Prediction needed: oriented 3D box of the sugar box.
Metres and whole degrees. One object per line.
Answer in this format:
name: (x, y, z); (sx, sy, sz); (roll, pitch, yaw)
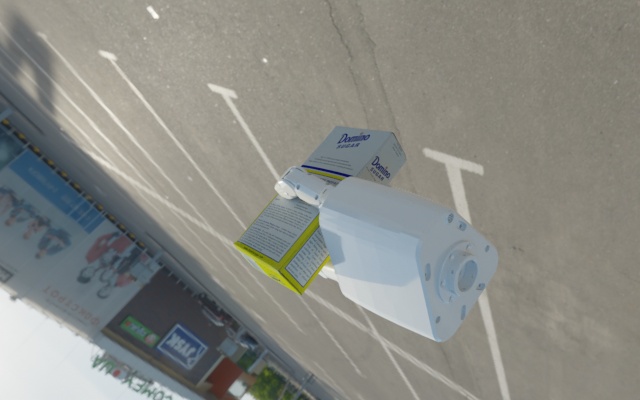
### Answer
sugar box: (0.000, 0.002, 0.481); (0.093, 0.176, 0.048); (18, -30, 51)
